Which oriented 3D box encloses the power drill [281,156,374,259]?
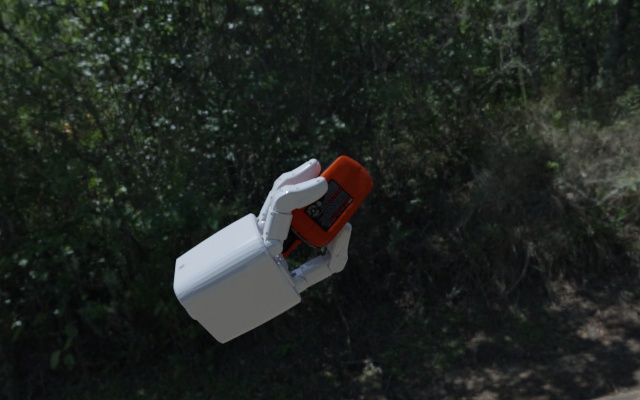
[{"bbox_3d":[0.000,0.002,0.613,0.057,0.184,0.188,40,-17,-5],"label":"power drill"}]
